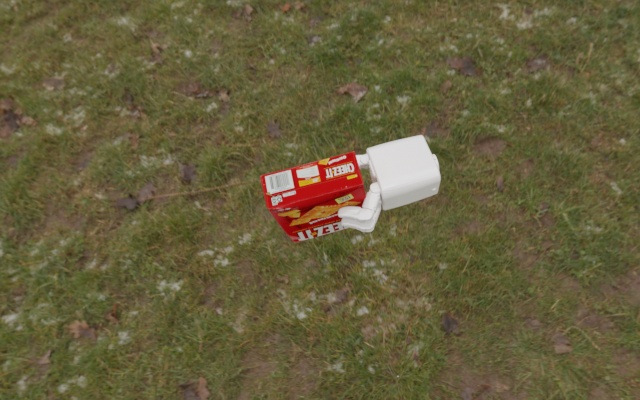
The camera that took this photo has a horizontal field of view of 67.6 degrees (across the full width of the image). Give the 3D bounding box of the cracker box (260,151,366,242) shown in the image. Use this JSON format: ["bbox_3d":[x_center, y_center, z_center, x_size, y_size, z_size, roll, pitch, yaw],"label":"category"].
[{"bbox_3d":[0.000,0.003,0.869,0.164,0.072,0.214,-15,-22,3],"label":"cracker box"}]
